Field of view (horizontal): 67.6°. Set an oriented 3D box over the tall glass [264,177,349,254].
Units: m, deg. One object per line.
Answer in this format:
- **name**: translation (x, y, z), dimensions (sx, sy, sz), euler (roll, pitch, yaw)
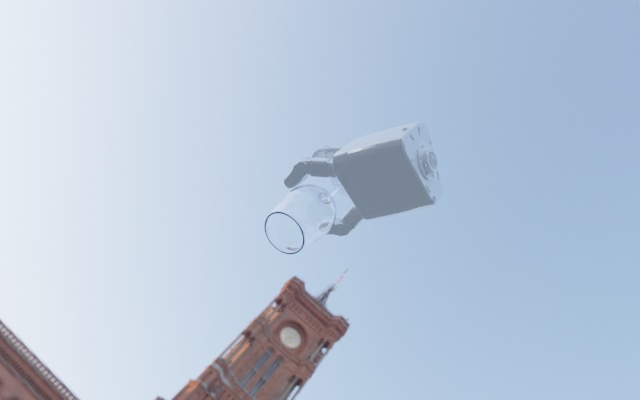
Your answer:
- **tall glass**: translation (0.000, 0.002, 0.694), dimensions (0.079, 0.079, 0.201), euler (0, 24, 32)
